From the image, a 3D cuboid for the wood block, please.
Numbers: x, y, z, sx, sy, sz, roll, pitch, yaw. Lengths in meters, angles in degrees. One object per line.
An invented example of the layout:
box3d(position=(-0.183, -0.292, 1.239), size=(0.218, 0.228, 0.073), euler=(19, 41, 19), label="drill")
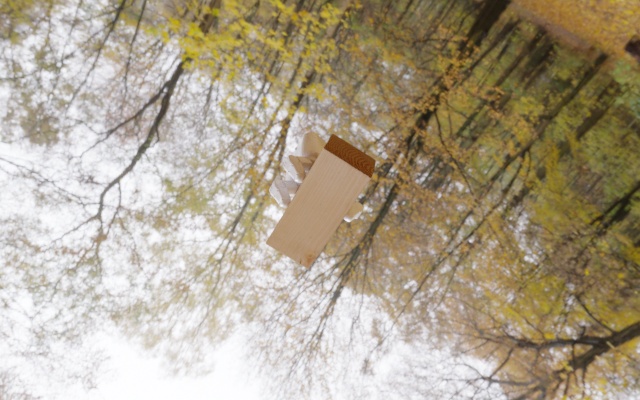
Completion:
box3d(position=(0.000, 0.003, 0.823), size=(0.091, 0.206, 0.090), euler=(31, 26, -3), label="wood block")
